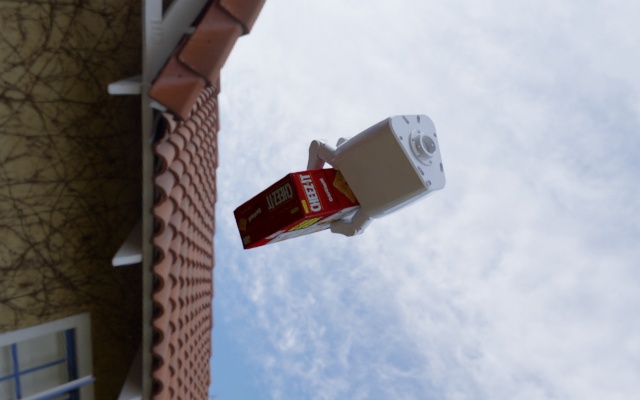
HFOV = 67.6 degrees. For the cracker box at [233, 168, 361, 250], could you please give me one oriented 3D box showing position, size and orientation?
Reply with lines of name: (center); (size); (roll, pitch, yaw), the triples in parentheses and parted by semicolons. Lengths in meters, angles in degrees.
cracker box: (0.000, 0.003, 0.728); (0.213, 0.072, 0.164); (-10, -13, -42)
